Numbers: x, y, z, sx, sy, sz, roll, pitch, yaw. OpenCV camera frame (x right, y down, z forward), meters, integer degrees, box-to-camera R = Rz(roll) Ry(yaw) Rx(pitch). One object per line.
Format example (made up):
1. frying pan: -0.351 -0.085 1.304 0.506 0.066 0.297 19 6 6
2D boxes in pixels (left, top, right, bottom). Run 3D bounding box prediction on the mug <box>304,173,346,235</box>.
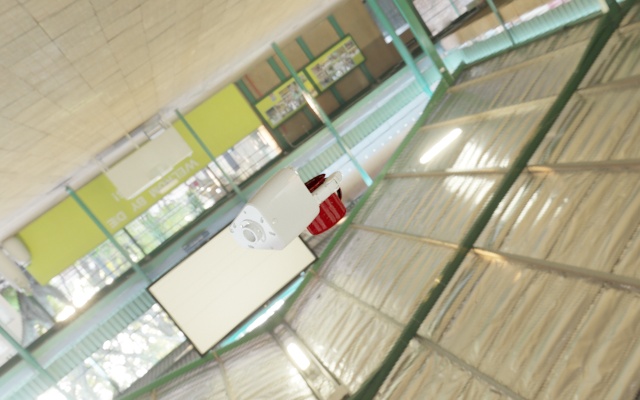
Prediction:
1. mug: 0.001 0.002 0.884 0.093 0.081 0.117 -23 17 47
